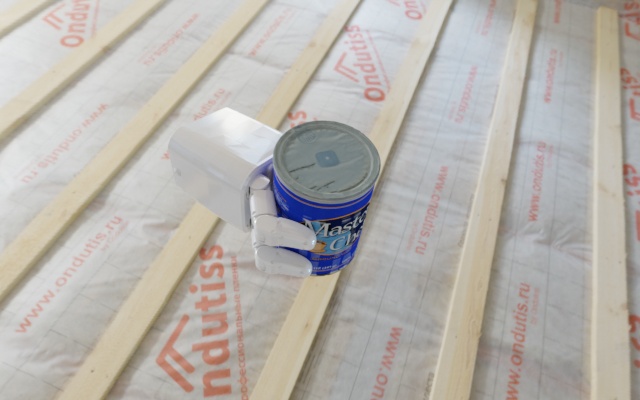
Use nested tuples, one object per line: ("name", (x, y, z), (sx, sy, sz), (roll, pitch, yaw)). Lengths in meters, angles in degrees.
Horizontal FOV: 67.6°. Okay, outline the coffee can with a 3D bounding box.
("coffee can", (0.000, 0.002, 0.505), (0.103, 0.102, 0.140), (0, -38, -7))
